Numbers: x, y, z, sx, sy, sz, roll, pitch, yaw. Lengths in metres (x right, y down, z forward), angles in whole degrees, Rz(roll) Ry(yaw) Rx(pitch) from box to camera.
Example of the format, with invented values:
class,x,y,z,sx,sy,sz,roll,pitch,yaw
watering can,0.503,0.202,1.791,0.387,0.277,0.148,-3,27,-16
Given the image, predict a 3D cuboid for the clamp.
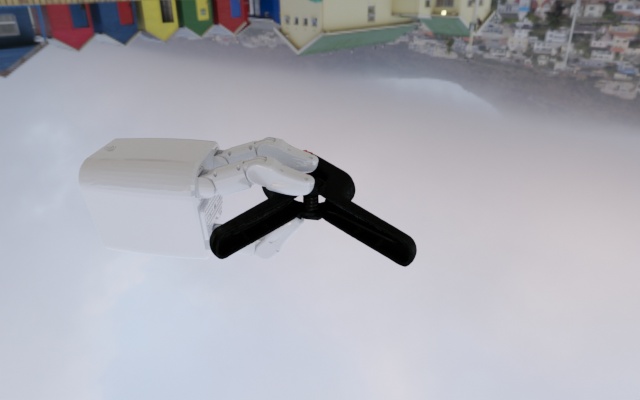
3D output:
class,x,y,z,sx,sy,sz,roll,pitch,yaw
clamp,0.000,0.002,0.457,0.164,0.036,0.210,7,25,0
